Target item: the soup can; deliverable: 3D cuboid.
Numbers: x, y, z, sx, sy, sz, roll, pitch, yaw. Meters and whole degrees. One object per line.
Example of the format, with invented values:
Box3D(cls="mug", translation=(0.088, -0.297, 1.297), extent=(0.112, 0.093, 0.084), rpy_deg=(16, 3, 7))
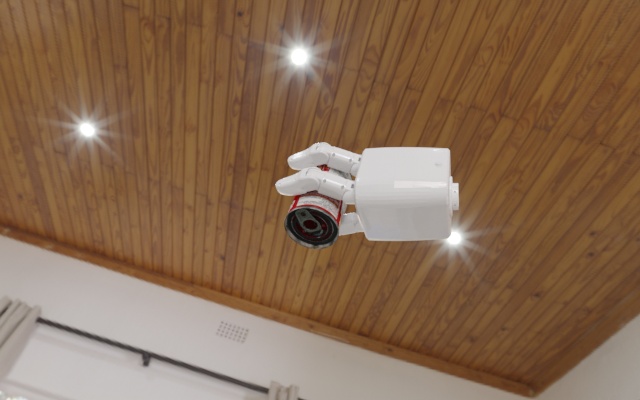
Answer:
Box3D(cls="soup can", translation=(0.000, 0.002, 0.608), extent=(0.068, 0.069, 0.102), rpy_deg=(0, 40, 17))
